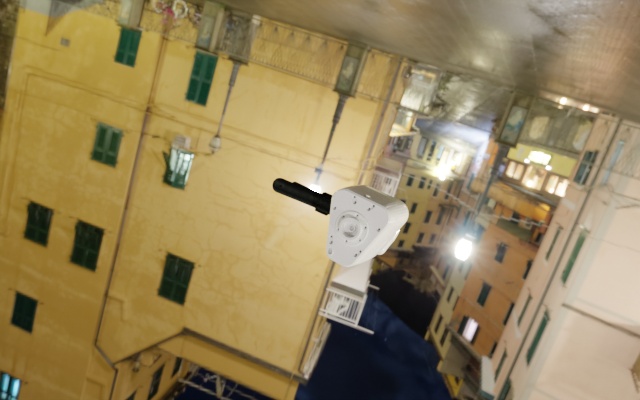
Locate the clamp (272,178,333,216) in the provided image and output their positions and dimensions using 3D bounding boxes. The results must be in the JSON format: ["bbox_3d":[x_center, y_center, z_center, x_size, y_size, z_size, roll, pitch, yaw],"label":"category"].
[{"bbox_3d":[0.000,0.003,0.805,0.171,0.039,0.120,22,8,19],"label":"clamp"}]
